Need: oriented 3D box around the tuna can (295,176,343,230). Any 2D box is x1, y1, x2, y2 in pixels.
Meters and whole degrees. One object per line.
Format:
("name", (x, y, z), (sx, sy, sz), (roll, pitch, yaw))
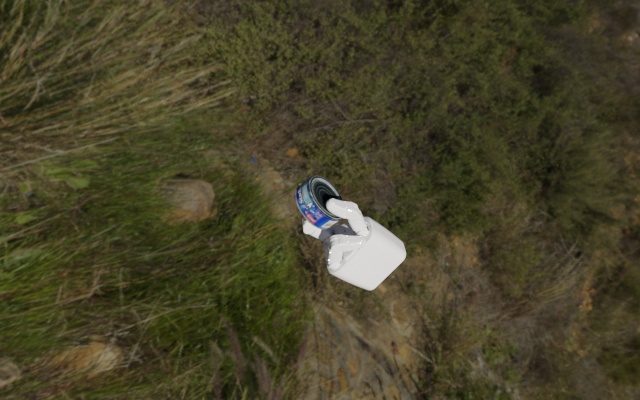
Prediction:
("tuna can", (0.000, 0.002, 0.786), (0.034, 0.086, 0.086), (-35, -20, 31))
